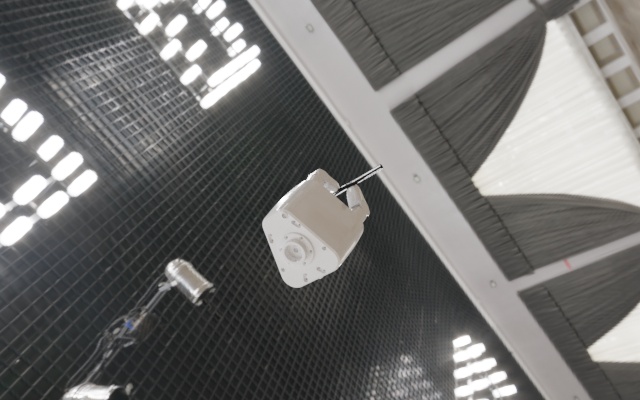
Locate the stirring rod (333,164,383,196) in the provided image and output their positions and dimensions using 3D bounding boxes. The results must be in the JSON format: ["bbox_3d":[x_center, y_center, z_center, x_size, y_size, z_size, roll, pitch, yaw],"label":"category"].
[{"bbox_3d":[0.000,0.002,0.771,0.239,0.011,0.011,-30,-16,28],"label":"stirring rod"}]
